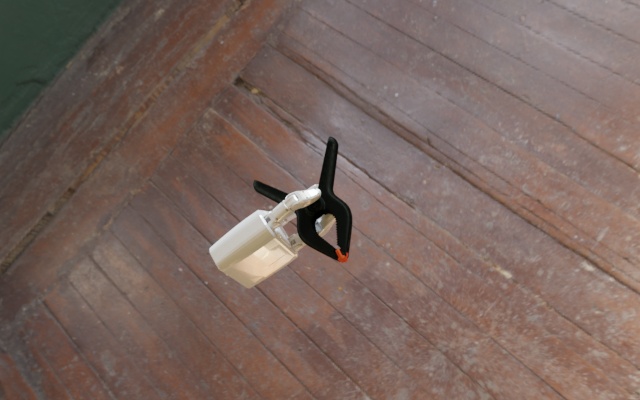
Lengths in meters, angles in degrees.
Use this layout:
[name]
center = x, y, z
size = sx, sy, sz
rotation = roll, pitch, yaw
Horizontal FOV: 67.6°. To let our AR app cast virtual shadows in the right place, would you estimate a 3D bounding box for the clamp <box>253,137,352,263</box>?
[clamp]
center = 0.000, 0.003, 0.792
size = 0.164, 0.210, 0.036
rotation = -36, -22, 4
